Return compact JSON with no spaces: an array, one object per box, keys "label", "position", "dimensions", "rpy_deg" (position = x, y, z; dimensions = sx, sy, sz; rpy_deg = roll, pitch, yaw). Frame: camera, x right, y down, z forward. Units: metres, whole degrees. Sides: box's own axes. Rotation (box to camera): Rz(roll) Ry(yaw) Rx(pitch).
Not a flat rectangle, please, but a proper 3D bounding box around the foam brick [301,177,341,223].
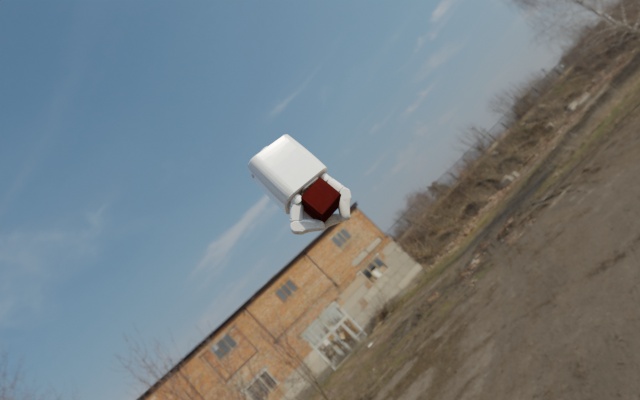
[{"label":"foam brick","position":[0.000,0.003,0.860],"dimensions":[0.051,0.053,0.078],"rpy_deg":[41,-14,10]}]
